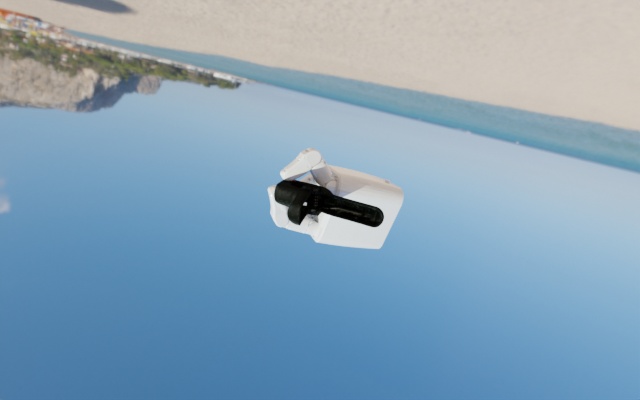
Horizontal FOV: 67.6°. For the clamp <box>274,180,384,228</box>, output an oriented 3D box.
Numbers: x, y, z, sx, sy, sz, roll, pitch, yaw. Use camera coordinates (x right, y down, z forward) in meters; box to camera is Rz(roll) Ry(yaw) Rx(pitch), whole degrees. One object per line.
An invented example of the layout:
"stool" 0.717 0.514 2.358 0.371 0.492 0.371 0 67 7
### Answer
"clamp" 0.000 0.003 0.604 0.120 0.039 0.171 11 12 -20
